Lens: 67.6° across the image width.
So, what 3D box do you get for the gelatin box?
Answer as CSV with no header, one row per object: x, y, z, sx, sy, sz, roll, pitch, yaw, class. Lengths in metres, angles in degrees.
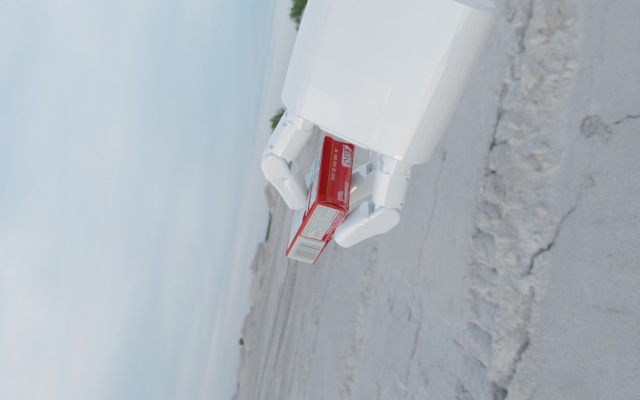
0.000,0.001,0.413,0.030,0.073,0.089,17,-41,-11,gelatin box
